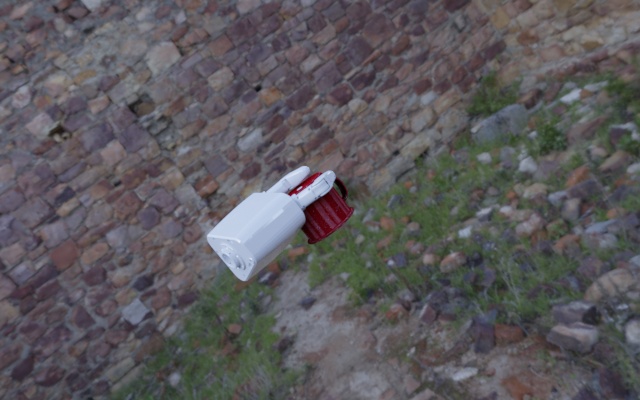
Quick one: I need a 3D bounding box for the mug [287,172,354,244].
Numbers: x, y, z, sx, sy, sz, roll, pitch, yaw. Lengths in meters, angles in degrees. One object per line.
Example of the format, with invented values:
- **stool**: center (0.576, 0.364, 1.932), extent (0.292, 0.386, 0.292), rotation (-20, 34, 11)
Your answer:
- **mug**: center (0.001, 0.001, 0.766), extent (0.117, 0.081, 0.093), rotation (-44, 11, -33)
